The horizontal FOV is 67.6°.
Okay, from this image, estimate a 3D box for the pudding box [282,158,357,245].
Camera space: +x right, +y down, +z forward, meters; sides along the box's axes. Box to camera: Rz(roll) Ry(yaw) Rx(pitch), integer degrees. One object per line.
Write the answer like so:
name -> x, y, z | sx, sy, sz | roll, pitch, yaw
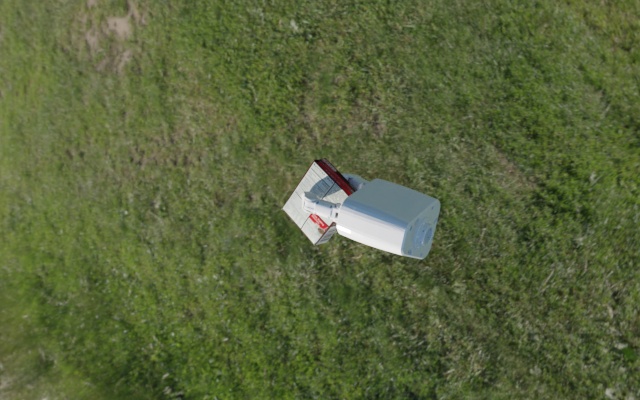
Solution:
pudding box -> 0.000, 0.003, 0.764 | 0.090, 0.113, 0.039 | 48, 30, 20
